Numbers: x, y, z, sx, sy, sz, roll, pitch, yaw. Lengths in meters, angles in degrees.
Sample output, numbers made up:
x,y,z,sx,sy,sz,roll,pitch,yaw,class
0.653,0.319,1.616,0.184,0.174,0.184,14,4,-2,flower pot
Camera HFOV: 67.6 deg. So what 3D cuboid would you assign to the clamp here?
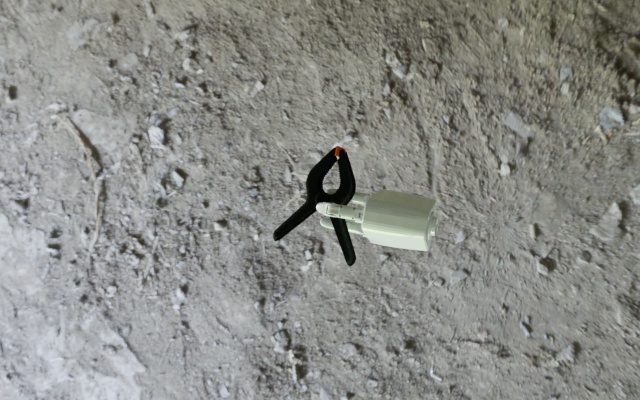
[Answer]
x,y,z,sx,sy,sz,roll,pitch,yaw,class
0.000,0.002,0.874,0.164,0.210,0.036,9,1,18,clamp
